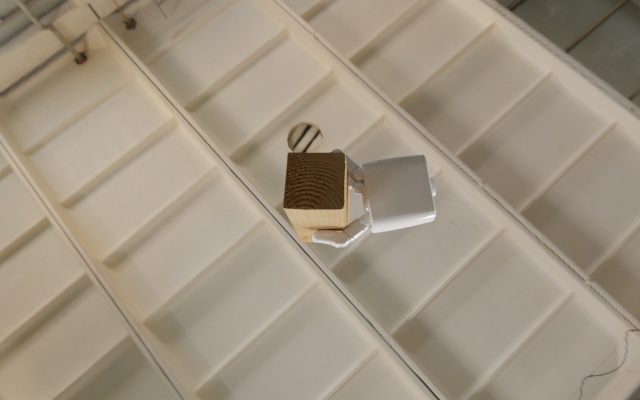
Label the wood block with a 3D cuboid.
[{"bbox_3d":[0.001,0.003,0.789,0.090,0.090,0.206,1,-18,6],"label":"wood block"}]
